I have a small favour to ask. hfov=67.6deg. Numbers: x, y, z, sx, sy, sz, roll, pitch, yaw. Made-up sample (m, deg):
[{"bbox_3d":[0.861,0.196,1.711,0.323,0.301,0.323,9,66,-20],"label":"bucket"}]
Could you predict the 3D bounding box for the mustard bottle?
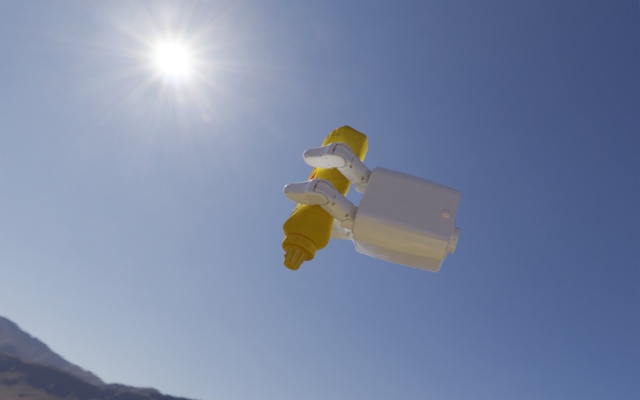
[{"bbox_3d":[0.000,0.002,0.596,0.058,0.191,0.096,28,-31,-7],"label":"mustard bottle"}]
